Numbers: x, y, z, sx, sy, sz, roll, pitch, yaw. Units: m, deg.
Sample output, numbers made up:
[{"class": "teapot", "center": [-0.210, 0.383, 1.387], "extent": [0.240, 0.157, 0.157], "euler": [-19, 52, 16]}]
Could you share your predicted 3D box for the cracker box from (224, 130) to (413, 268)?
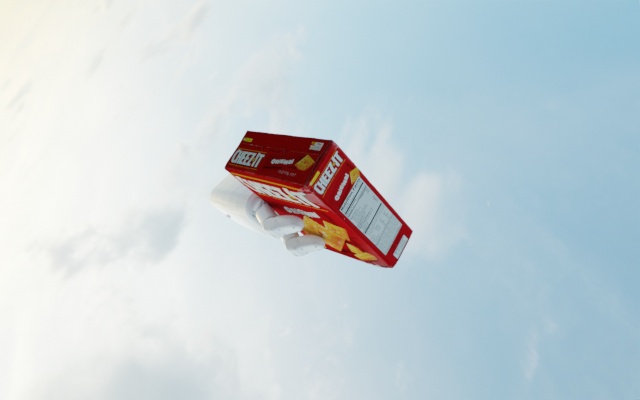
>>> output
[{"class": "cracker box", "center": [0.000, 0.002, 0.637], "extent": [0.164, 0.072, 0.214], "euler": [13, -22, 45]}]
